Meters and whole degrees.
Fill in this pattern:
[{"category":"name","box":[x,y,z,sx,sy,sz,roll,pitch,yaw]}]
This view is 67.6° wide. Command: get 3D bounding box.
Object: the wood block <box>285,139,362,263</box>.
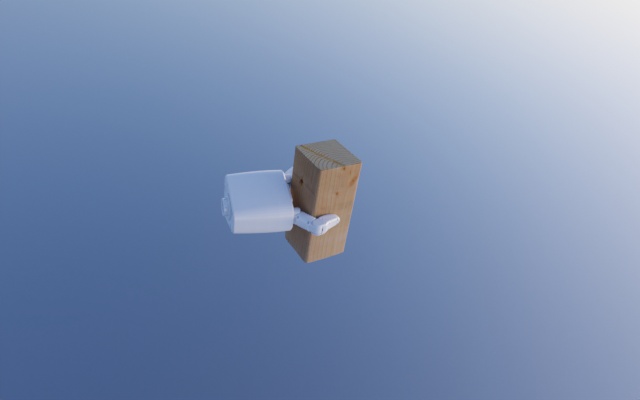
[{"category":"wood block","box":[0.000,0.003,0.891,0.090,0.206,0.090,-13,40,-29]}]
